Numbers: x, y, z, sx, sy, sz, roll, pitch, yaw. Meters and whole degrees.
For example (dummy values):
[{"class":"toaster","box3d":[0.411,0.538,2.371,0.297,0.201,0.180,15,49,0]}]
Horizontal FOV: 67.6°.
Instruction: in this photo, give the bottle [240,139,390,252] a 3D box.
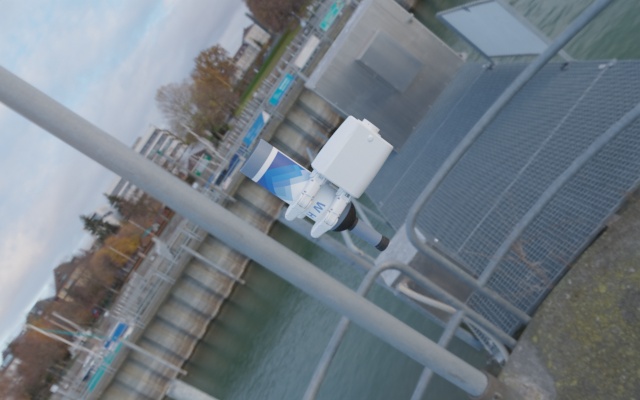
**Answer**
[{"class":"bottle","box3d":[0.000,0.003,0.840,0.296,0.069,0.069,34,-9,-14]}]
